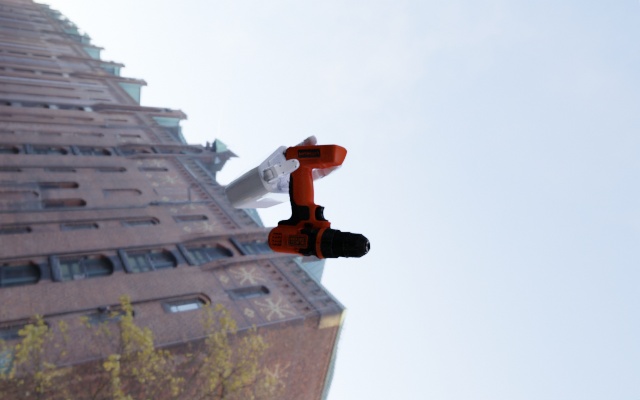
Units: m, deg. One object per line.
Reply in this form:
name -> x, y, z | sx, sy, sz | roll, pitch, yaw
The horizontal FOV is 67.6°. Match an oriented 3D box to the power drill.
power drill -> 0.000, 0.002, 0.795 | 0.184, 0.187, 0.057 | 2, -7, 26
